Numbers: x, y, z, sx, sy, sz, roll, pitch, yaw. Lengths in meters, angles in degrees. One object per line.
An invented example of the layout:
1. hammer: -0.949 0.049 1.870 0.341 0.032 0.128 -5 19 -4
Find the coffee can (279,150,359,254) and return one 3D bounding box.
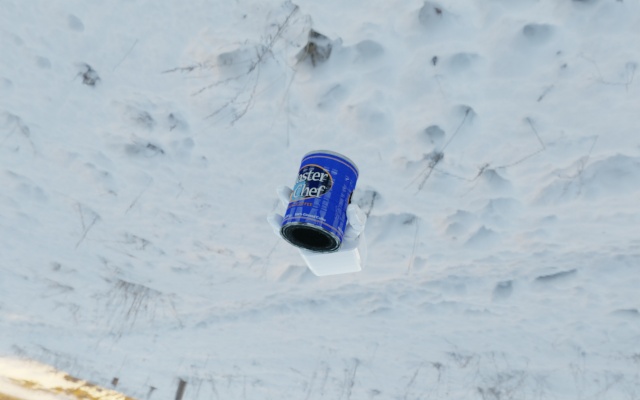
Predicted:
1. coffee can: 0.000 0.002 0.787 0.103 0.140 0.103 12 -28 7
